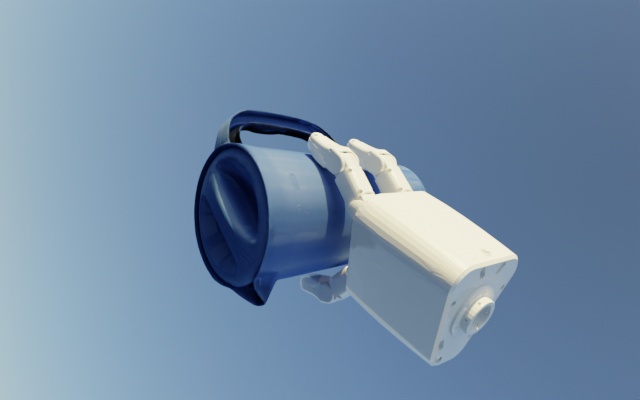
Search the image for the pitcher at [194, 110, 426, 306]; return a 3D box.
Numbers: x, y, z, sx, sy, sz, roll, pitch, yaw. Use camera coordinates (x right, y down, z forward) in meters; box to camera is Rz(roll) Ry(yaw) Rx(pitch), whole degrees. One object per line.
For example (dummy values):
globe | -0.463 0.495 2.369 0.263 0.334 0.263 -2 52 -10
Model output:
pitcher | 0.000 0.002 0.507 0.243 0.149 0.145 -2 29 -41
